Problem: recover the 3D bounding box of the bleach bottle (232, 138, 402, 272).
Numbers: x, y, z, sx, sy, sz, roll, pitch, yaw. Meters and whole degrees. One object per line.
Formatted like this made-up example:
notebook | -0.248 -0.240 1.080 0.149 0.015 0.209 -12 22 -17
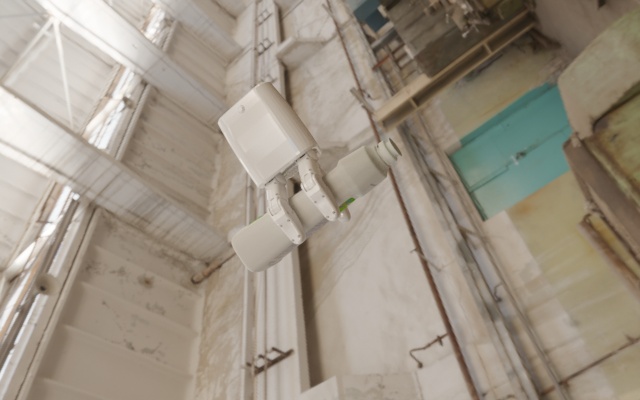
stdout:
bleach bottle | 0.000 0.002 0.639 0.251 0.068 0.102 -36 -5 20
